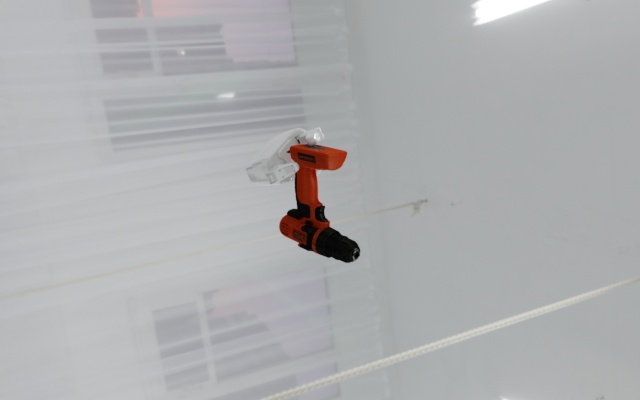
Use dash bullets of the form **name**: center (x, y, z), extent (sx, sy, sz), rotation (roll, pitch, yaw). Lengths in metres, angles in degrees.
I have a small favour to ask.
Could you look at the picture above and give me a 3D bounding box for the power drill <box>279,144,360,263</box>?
- **power drill**: center (0.000, 0.002, 0.827), extent (0.184, 0.188, 0.057), rotation (19, 21, 41)
